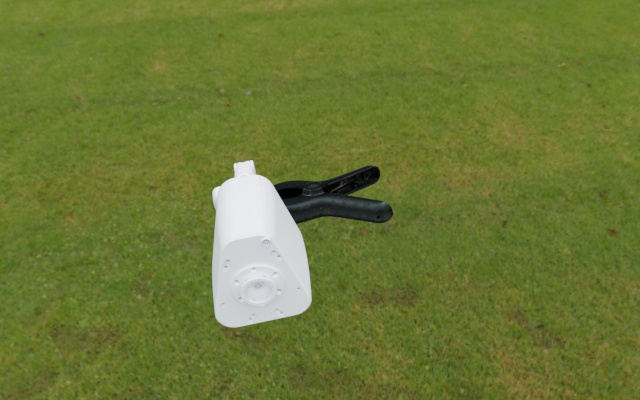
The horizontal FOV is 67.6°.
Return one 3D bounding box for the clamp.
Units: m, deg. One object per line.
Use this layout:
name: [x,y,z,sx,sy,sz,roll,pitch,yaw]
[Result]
clamp: [0.000,0.001,0.550,0.171,0.039,0.120,-13,21,-4]
